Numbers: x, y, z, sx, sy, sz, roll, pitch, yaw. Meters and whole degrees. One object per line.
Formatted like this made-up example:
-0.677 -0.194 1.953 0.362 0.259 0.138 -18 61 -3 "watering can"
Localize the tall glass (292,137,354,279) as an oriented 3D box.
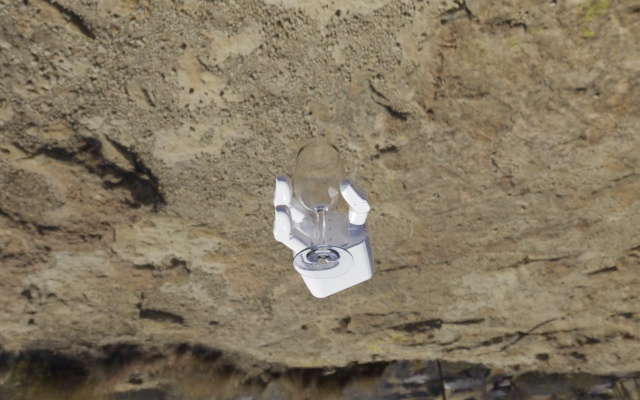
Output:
0.000 0.003 0.648 0.079 0.200 0.079 -2 -41 -1 "tall glass"
